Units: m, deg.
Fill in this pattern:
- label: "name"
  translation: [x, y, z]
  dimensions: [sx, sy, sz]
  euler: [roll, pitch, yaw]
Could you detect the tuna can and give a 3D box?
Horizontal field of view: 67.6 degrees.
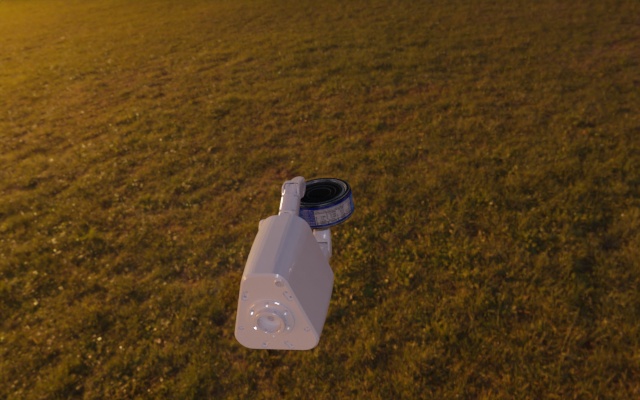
- label: "tuna can"
  translation: [0.000, 0.002, 0.627]
  dimensions: [0.086, 0.034, 0.086]
  euler: [-8, 26, 4]
